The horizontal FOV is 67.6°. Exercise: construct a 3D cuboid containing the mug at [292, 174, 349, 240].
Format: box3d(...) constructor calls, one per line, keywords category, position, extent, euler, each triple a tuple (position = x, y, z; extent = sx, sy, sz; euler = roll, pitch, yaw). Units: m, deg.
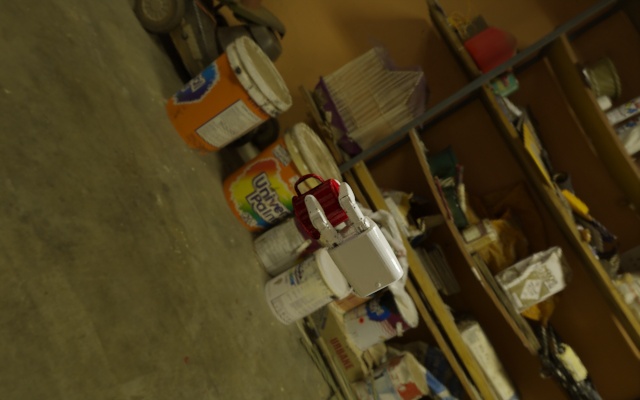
box3d(category="mug", position=(0.000, 0.002, 0.871), extent=(0.081, 0.117, 0.093), euler=(-30, 12, 15))
